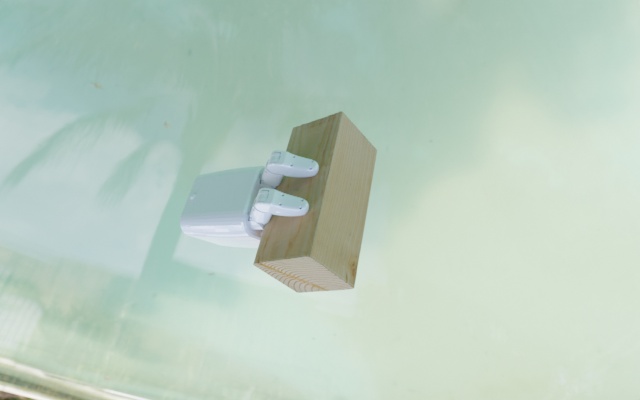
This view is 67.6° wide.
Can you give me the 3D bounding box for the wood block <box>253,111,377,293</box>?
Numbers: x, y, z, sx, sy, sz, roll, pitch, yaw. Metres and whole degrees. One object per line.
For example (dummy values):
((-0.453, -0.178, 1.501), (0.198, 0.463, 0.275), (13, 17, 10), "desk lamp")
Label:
((0.000, 0.002, 0.607), (0.090, 0.206, 0.091), (-12, -38, 36), "wood block")
